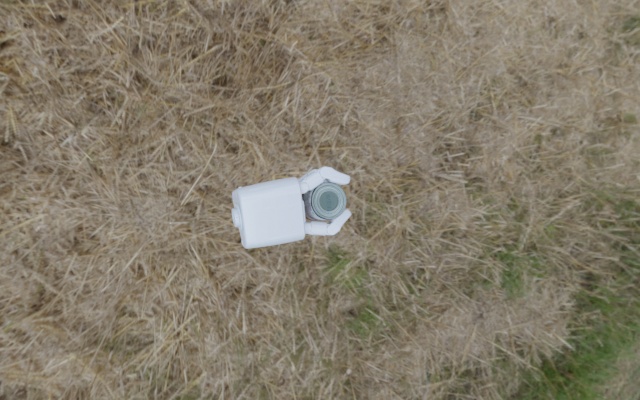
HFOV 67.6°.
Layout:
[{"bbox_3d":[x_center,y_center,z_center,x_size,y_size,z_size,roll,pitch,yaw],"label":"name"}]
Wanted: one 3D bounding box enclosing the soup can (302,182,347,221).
[{"bbox_3d":[0.001,0.003,0.880,0.068,0.068,0.102,0,-3,-17],"label":"soup can"}]
